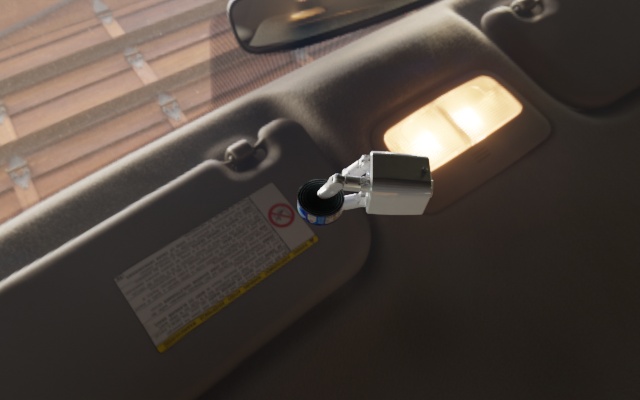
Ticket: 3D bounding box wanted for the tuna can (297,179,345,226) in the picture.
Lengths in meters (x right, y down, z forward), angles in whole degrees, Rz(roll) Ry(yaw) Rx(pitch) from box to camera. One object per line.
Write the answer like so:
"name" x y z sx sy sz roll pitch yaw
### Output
"tuna can" 0.000 0.003 0.871 0.086 0.086 0.034 0 -38 -4
